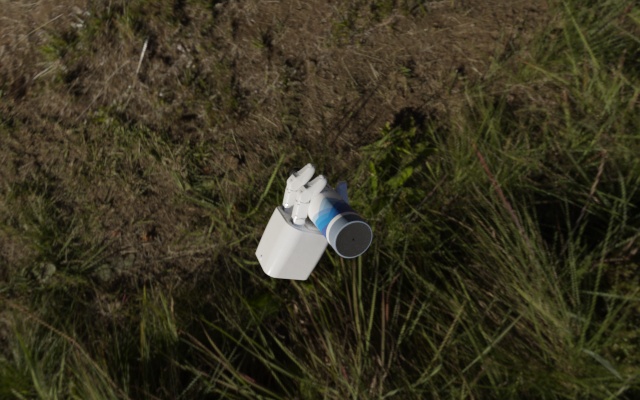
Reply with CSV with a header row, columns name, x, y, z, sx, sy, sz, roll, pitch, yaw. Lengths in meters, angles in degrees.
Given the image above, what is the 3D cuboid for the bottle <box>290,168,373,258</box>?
name,x,y,z,sx,sy,sz,roll,pitch,yaw
bottle,0.000,0.003,0.871,0.069,0.069,0.295,0,24,-23
